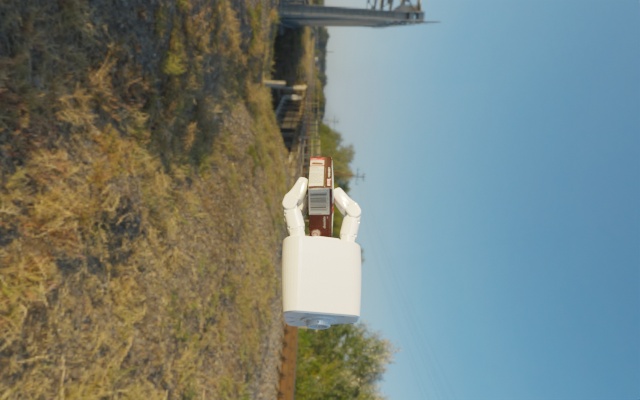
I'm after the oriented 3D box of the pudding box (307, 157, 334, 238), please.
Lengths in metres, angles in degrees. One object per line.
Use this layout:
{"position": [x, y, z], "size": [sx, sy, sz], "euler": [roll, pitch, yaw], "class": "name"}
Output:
{"position": [0.000, 0.002, 0.735], "size": [0.039, 0.114, 0.090], "euler": [1, 35, 0], "class": "pudding box"}
